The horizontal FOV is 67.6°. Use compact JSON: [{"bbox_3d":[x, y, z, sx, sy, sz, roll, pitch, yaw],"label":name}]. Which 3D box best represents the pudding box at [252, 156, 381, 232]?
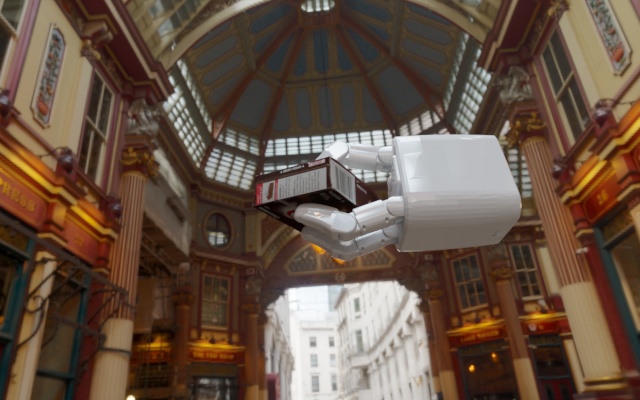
[{"bbox_3d":[0.000,0.001,0.489,0.090,0.039,0.113,-13,-29,28],"label":"pudding box"}]
